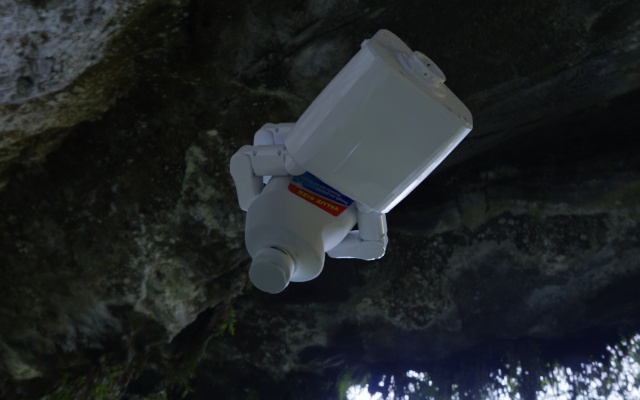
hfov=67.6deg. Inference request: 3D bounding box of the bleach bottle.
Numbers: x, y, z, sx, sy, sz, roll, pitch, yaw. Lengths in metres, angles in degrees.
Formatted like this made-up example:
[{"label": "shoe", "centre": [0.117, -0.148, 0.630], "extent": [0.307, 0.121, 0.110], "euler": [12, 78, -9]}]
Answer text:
[{"label": "bleach bottle", "centre": [0.000, 0.001, 0.449], "extent": [0.068, 0.102, 0.250], "euler": [-46, 9, 32]}]
